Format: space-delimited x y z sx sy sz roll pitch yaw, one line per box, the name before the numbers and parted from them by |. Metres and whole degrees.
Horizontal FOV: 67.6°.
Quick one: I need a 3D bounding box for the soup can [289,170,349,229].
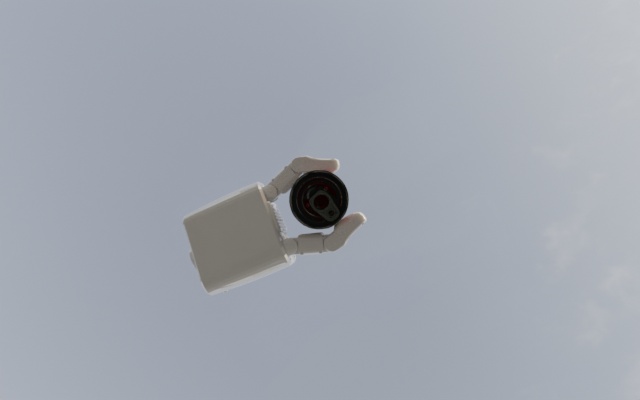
soup can | 0.001 0.002 0.589 0.068 0.068 0.102 0 -3 2
